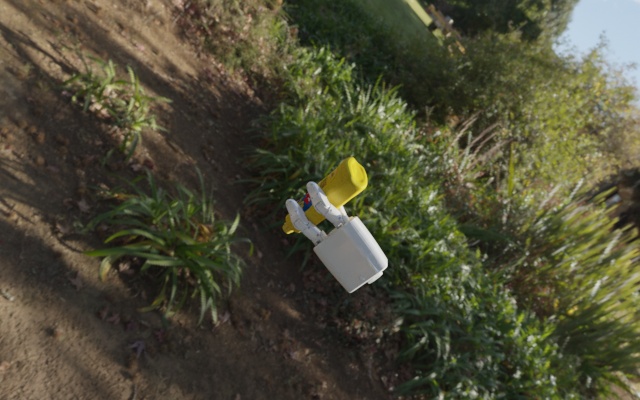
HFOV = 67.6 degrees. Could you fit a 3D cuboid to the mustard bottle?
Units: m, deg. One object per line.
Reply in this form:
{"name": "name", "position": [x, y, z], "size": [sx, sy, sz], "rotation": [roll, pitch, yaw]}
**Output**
{"name": "mustard bottle", "position": [0.000, 0.003, 0.899], "size": [0.192, 0.058, 0.096], "rotation": [-40, 20, 23]}
